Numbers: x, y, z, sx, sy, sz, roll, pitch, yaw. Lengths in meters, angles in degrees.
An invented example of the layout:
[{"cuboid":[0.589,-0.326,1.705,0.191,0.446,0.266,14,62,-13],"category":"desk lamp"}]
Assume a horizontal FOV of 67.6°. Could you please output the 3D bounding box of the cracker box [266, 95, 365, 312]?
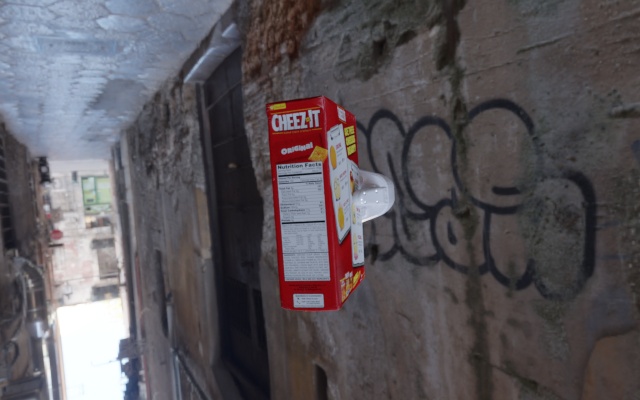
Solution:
[{"cuboid":[0.000,0.002,0.549,0.072,0.213,0.164,-4,2,15],"category":"cracker box"}]
